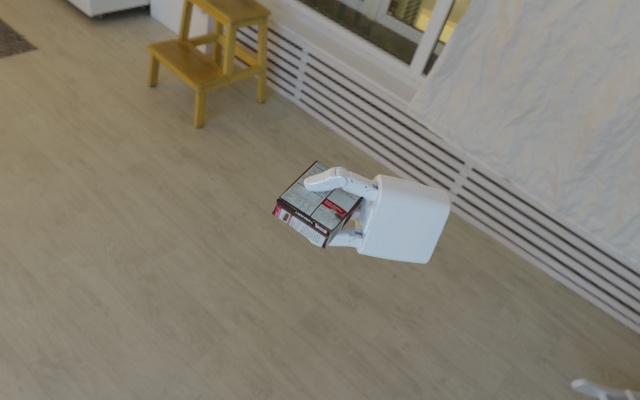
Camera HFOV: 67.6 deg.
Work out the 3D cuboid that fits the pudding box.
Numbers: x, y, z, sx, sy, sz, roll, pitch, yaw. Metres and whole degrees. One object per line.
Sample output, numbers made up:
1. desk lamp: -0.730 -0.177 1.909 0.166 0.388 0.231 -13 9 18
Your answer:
1. pudding box: 0.000 0.002 0.672 0.090 0.039 0.113 32 42 10
